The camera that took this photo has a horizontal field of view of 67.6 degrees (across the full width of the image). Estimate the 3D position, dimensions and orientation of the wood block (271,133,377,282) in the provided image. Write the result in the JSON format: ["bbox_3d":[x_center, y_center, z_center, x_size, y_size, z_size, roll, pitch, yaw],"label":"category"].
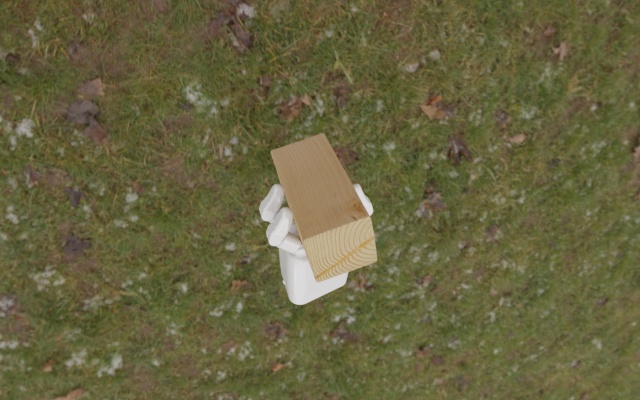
[{"bbox_3d":[0.001,0.003,0.689,0.091,0.090,0.206,-19,42,-5],"label":"wood block"}]
